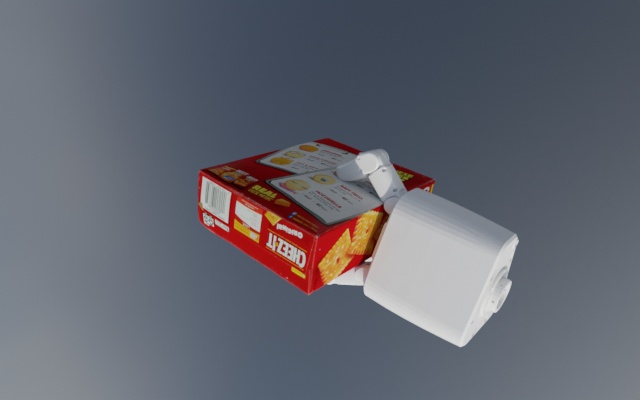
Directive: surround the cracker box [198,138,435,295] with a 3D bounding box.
[{"bbox_3d":[0.000,0.002,0.528,0.164,0.072,0.213,26,30,32],"label":"cracker box"}]
